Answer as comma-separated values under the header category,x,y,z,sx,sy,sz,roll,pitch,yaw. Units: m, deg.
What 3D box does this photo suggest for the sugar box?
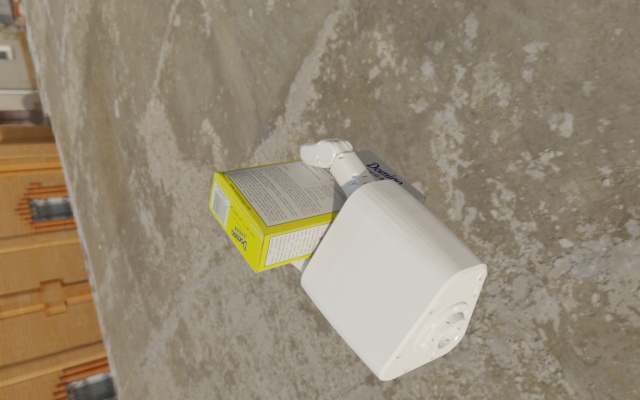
category,x,y,z,sx,sy,sz,roll,pitch,yaw
sugar box,0.000,0.002,0.434,0.176,0.048,0.093,-9,40,-36
